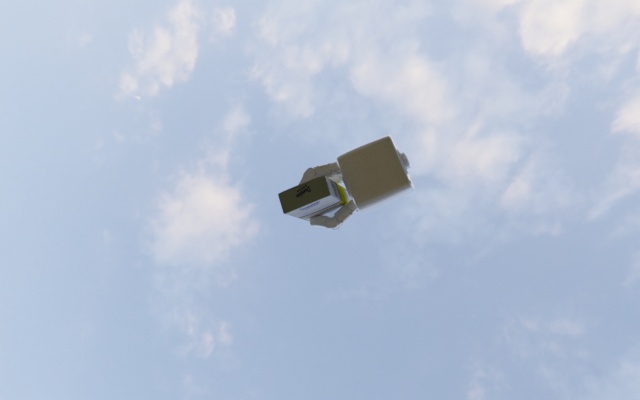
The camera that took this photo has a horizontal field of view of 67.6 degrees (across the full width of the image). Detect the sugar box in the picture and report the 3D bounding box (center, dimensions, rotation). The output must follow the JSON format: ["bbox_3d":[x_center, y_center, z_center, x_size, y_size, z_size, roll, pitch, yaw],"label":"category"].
[{"bbox_3d":[0.000,0.002,0.890,0.093,0.048,0.176,-22,-18,15],"label":"sugar box"}]
